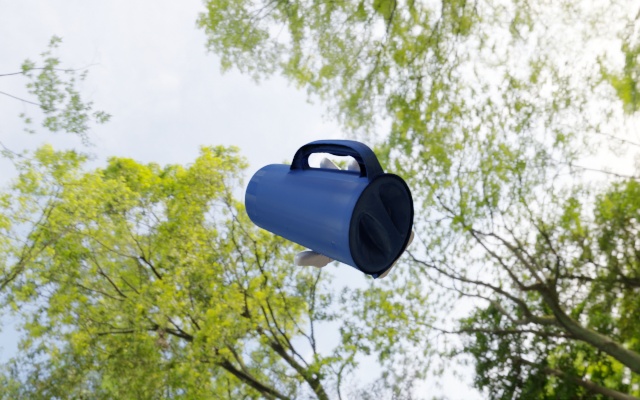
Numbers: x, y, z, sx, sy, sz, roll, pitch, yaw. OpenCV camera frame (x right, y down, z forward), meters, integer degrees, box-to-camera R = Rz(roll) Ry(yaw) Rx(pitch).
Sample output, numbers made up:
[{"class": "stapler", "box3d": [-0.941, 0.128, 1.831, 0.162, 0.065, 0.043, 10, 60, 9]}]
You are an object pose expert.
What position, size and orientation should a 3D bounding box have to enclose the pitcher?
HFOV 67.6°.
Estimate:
[{"class": "pitcher", "box3d": [0.000, 0.002, 0.683, 0.243, 0.149, 0.145, 14, -14, 44]}]
